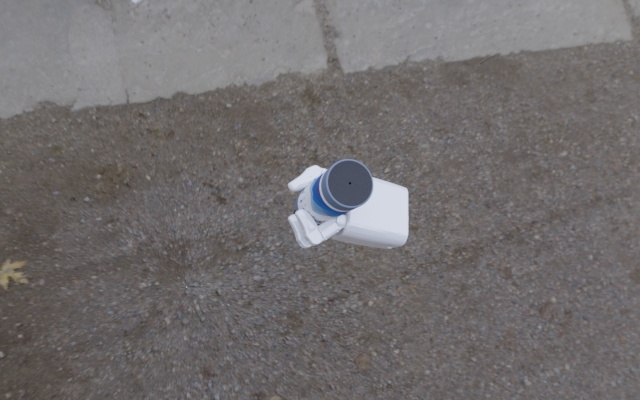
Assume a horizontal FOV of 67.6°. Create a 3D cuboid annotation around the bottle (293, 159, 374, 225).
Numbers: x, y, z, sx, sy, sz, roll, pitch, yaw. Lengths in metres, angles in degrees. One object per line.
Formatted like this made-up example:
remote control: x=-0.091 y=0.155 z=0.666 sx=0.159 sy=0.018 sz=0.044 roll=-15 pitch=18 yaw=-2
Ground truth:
bottle: x=0.000 y=0.002 z=0.767 sx=0.069 sy=0.069 sz=0.296 roll=0 pitch=-10 yaw=-16
